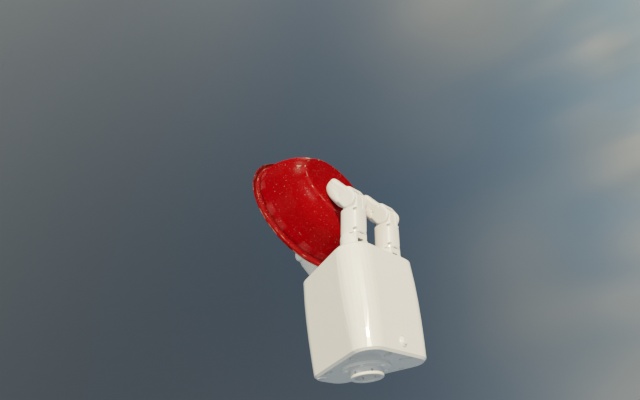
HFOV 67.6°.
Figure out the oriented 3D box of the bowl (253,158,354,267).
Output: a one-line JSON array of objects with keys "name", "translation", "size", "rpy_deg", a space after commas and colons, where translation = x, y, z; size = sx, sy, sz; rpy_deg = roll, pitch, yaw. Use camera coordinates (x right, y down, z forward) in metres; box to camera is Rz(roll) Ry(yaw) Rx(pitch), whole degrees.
[{"name": "bowl", "translation": [0.000, 0.001, 0.571], "size": [0.055, 0.162, 0.162], "rpy_deg": [-44, -23, 26]}]
